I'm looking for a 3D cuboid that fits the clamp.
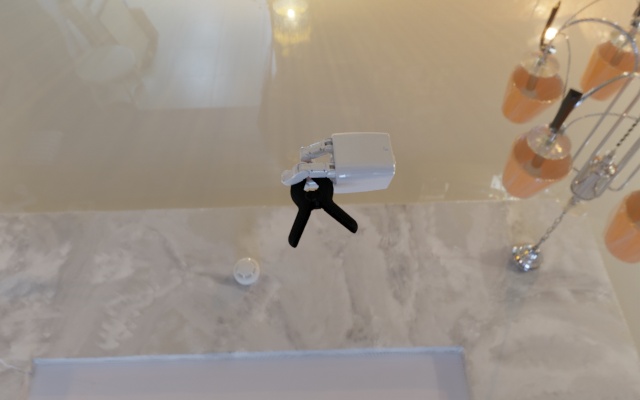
[{"bbox_3d":[0.000,0.003,0.850,0.120,0.171,0.039,-3,-32,-2],"label":"clamp"}]
